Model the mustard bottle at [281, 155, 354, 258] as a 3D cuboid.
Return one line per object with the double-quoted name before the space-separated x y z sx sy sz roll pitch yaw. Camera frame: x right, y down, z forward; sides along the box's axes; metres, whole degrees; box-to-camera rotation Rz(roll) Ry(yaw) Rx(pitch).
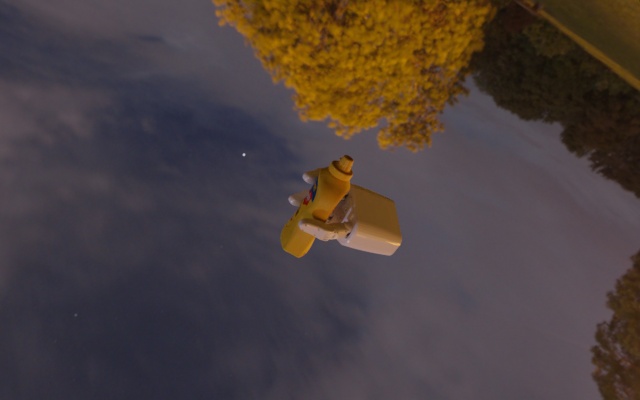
"mustard bottle" 0.000 0.003 0.814 0.058 0.192 0.096 30 28 -7
